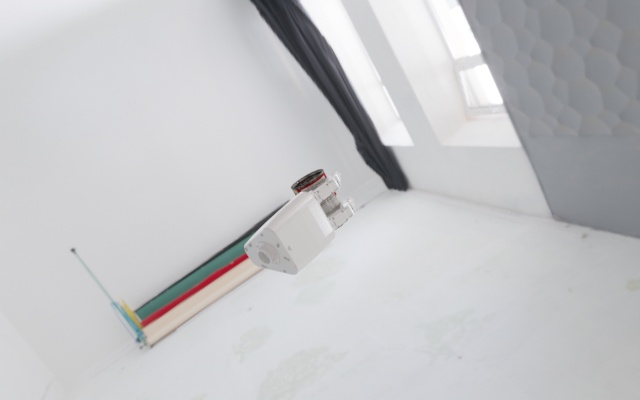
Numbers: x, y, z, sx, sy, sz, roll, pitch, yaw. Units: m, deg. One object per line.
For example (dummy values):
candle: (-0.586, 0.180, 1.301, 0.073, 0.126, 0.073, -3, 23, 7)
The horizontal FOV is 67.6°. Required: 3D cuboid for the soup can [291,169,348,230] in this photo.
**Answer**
soup can: (0.000, 0.003, 0.872, 0.068, 0.102, 0.068, -28, 15, 8)
